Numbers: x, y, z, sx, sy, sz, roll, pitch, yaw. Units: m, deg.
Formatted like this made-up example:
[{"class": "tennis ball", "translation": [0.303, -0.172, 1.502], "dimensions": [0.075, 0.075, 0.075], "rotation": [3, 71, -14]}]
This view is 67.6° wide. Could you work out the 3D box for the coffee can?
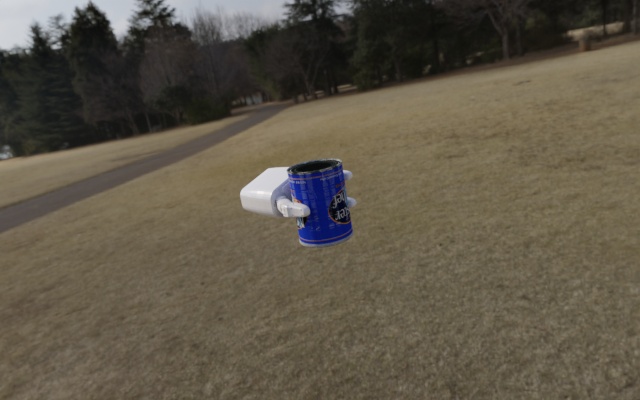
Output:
[{"class": "coffee can", "translation": [0.000, 0.003, 0.878], "dimensions": [0.103, 0.140, 0.102], "rotation": [-9, 16, 3]}]
